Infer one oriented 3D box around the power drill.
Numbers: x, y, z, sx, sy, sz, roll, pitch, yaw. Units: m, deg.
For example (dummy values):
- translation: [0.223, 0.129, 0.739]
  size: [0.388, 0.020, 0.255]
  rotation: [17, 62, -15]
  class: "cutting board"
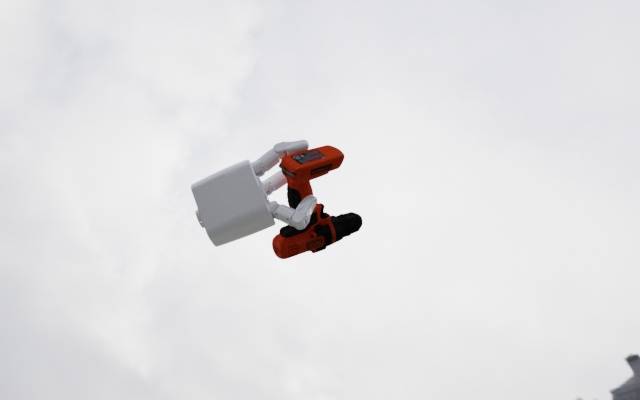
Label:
- translation: [0.000, 0.002, 0.831]
  size: [0.184, 0.188, 0.057]
  rotation: [-18, 34, -29]
  class: "power drill"
